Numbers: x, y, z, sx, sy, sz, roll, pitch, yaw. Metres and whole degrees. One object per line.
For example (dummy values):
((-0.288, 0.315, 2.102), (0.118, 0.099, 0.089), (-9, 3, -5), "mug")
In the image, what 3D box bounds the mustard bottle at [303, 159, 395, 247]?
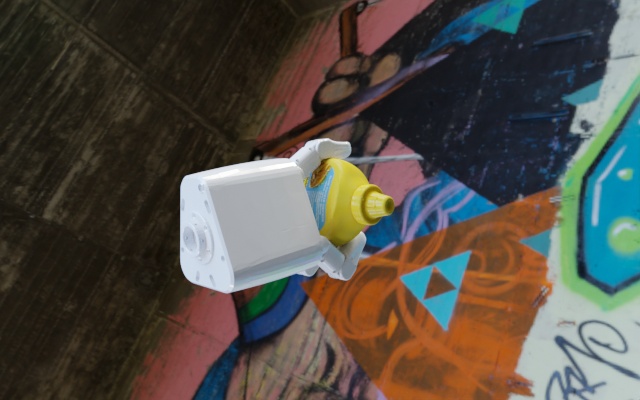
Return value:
((0.000, 0.002, 0.532), (0.191, 0.096, 0.058), (3, -13, 46), "mustard bottle")
